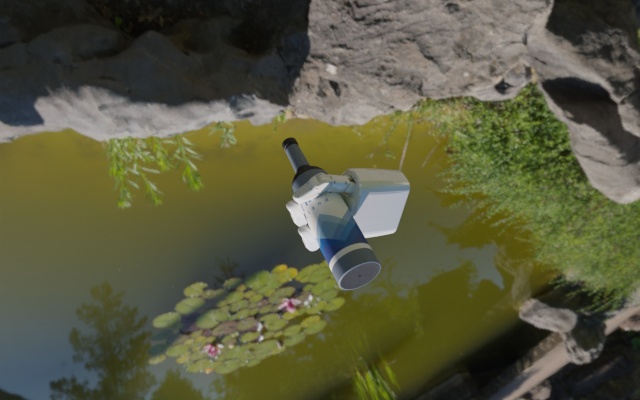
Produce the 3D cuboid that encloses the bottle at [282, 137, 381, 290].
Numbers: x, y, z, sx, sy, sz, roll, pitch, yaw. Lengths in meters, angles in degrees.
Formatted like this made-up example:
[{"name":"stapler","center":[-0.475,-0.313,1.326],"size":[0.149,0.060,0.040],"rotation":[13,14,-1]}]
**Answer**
[{"name":"bottle","center":[0.000,0.003,0.760],"size":[0.069,0.295,0.069],"rotation":[-18,-38,-14]}]
